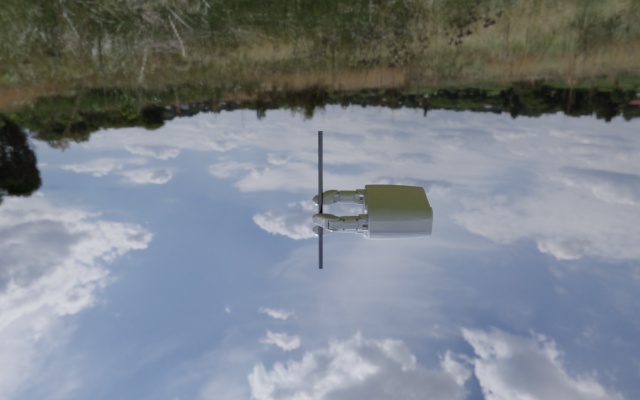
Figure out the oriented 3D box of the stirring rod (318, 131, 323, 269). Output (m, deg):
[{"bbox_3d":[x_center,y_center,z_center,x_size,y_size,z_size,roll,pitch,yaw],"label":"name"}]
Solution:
[{"bbox_3d":[0.000,0.003,0.815,0.011,0.239,0.011,0,14,0],"label":"stirring rod"}]
